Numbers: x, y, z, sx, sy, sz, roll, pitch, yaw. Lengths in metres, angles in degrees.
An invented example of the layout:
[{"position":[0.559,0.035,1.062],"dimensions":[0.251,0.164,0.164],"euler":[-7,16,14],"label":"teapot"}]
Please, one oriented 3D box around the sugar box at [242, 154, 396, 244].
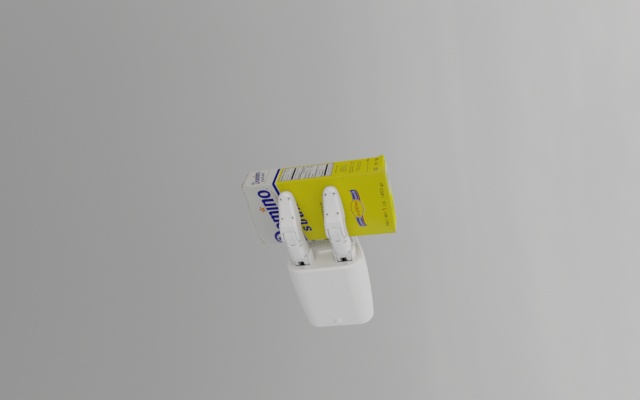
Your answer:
[{"position":[0.000,0.002,0.593],"dimensions":[0.176,0.093,0.048],"euler":[-8,32,12],"label":"sugar box"}]
